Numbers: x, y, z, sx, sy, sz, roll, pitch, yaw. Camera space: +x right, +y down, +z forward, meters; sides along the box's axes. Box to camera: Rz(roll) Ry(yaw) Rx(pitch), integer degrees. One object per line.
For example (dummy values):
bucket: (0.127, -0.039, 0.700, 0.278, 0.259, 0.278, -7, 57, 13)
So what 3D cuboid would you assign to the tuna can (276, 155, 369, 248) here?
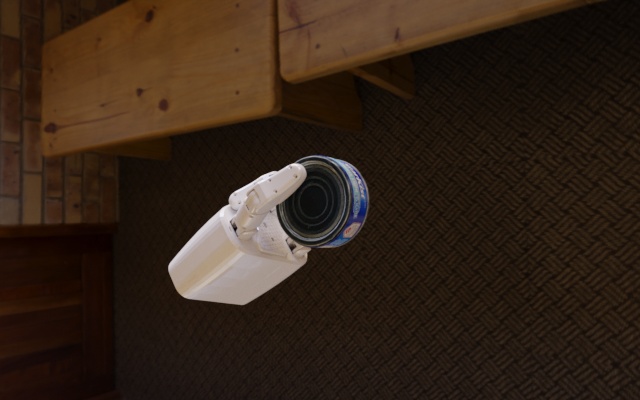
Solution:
tuna can: (0.000, 0.001, 0.445, 0.086, 0.086, 0.034, 0, -4, 33)
